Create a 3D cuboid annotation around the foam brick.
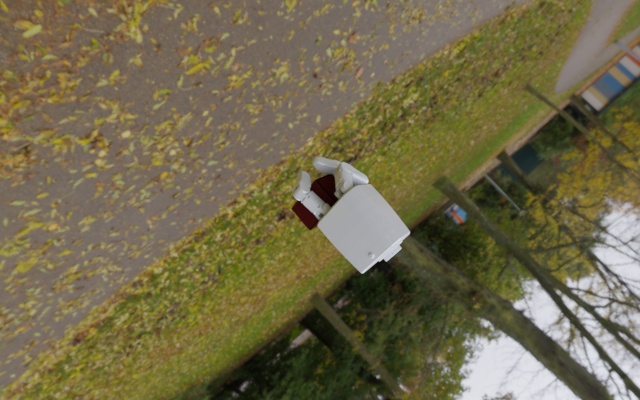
[{"bbox_3d":[0.000,0.003,0.795,0.078,0.051,0.053,-48,-13,34],"label":"foam brick"}]
